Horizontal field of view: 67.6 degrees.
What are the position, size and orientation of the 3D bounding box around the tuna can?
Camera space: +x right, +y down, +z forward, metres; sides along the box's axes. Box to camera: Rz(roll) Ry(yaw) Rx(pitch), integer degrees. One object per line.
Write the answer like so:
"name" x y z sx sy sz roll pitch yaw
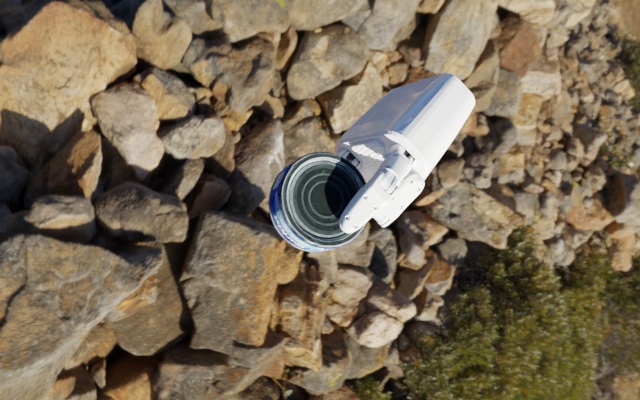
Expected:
"tuna can" 0.000 0.001 0.419 0.086 0.086 0.034 0 -10 -23
